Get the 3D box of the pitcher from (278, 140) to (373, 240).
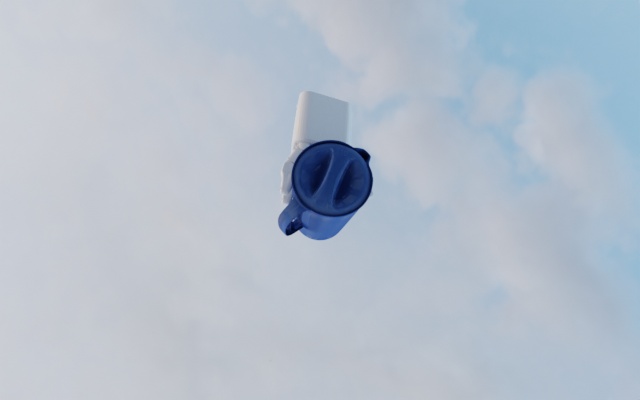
[{"bbox_3d":[0.000,0.003,0.875,0.149,0.145,0.243,4,-18,-5],"label":"pitcher"}]
